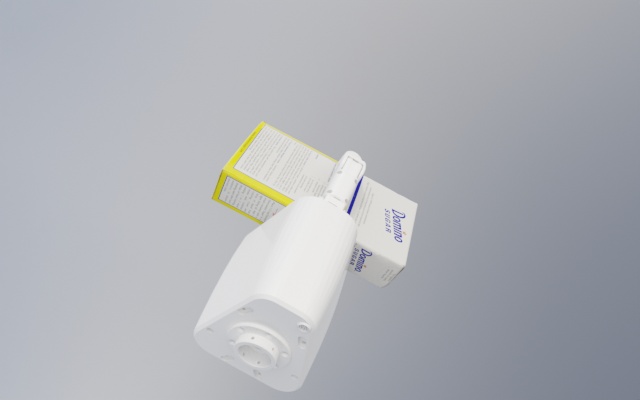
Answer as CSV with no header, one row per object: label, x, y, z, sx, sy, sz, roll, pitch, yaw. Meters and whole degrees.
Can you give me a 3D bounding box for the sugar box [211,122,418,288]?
sugar box,0.000,0.002,0.446,0.176,0.048,0.093,30,41,-4
